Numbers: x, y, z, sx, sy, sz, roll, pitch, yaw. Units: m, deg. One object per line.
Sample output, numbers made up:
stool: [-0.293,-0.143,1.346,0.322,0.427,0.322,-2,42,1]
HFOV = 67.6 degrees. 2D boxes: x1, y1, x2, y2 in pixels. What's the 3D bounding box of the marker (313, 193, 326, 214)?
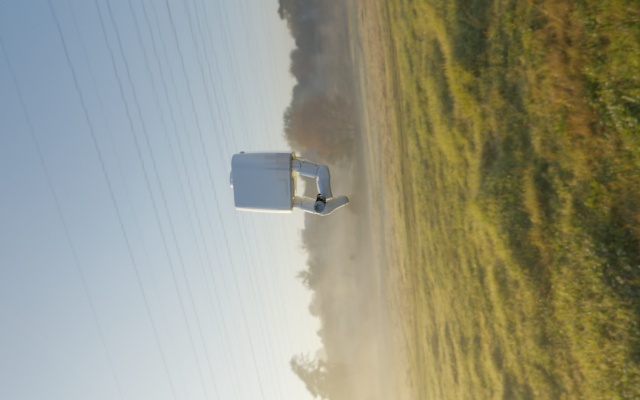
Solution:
marker: [0.000,0.003,0.833,0.020,0.020,0.121,0,9,2]
